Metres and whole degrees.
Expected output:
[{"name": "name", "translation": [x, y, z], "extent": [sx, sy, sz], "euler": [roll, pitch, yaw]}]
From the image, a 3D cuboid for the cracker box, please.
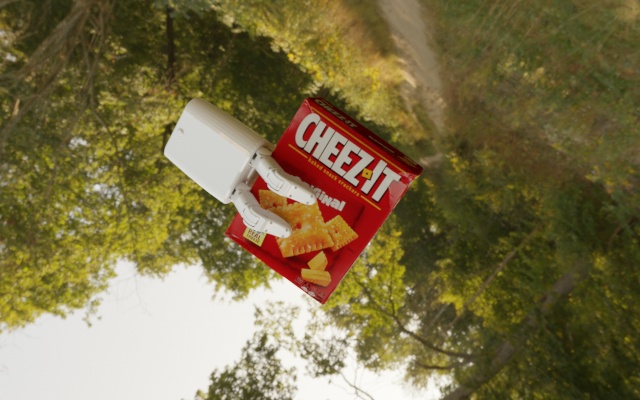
[{"name": "cracker box", "translation": [0.000, 0.002, 0.613], "extent": [0.164, 0.214, 0.072], "euler": [36, 20, 7]}]
